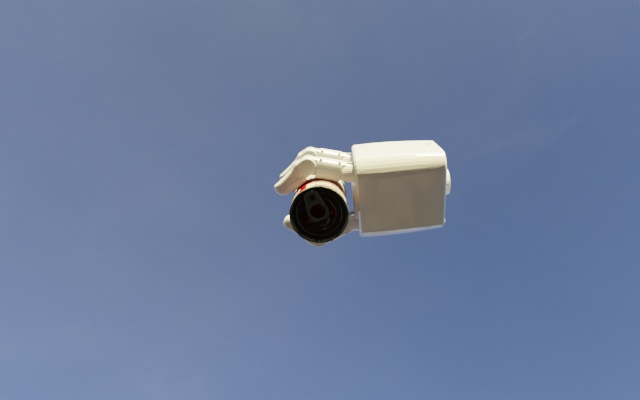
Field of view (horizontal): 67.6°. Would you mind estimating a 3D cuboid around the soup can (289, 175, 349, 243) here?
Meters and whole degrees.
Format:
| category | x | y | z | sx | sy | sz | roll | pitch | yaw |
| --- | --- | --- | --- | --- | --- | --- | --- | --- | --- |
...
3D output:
| category | x | y | z | sx | sy | sz | roll | pitch | yaw |
| --- | --- | --- | --- | --- | --- | --- | --- | --- | --- |
| soup can | 0.000 | 0.002 | 0.587 | 0.068 | 0.068 | 0.102 | 0 | 17 | 2 |
